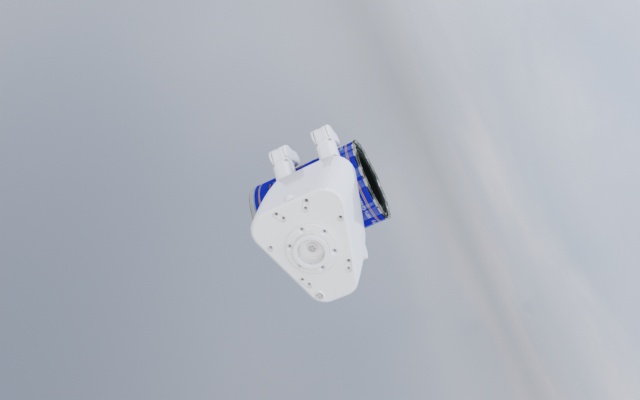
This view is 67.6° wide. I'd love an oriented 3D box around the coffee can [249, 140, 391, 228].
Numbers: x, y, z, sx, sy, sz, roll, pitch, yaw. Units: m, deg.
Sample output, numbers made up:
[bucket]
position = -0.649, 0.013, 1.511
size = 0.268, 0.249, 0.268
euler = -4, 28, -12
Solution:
[coffee can]
position = 0.000, 0.002, 0.579
size = 0.140, 0.103, 0.103
euler = -24, -6, 14
